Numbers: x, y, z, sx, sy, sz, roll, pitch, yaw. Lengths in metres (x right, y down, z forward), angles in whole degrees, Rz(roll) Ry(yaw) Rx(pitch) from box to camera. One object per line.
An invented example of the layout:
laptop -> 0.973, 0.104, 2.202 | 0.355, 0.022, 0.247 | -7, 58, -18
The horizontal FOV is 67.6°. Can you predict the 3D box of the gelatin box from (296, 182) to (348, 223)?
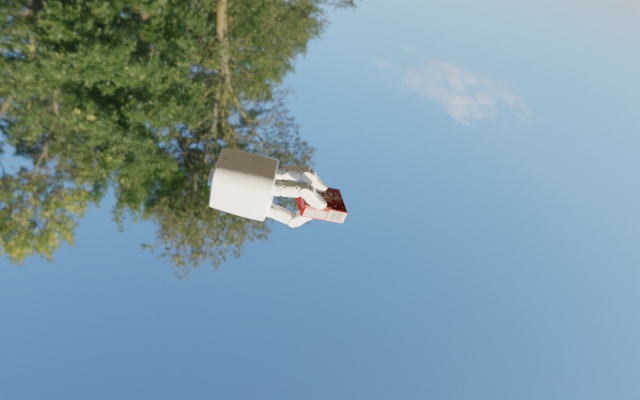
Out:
gelatin box -> 0.000, 0.003, 0.900 | 0.089, 0.030, 0.073 | 11, 35, -21
